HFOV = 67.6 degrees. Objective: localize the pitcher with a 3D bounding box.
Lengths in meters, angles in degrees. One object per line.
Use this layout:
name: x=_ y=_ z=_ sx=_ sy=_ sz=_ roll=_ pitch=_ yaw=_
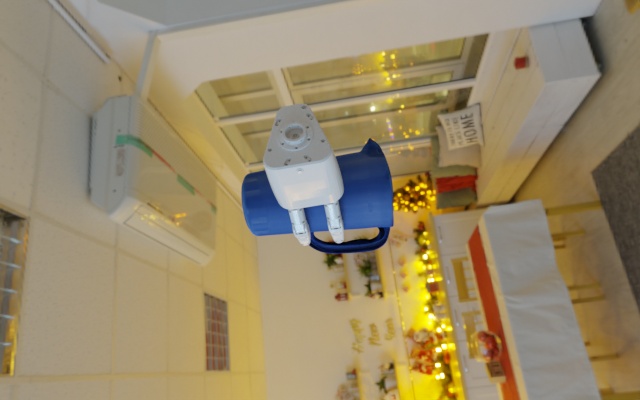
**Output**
pitcher: x=0.000 y=0.002 z=0.797 sx=0.243 sy=0.149 sz=0.145 roll=-8 pitch=-29 yaw=5
